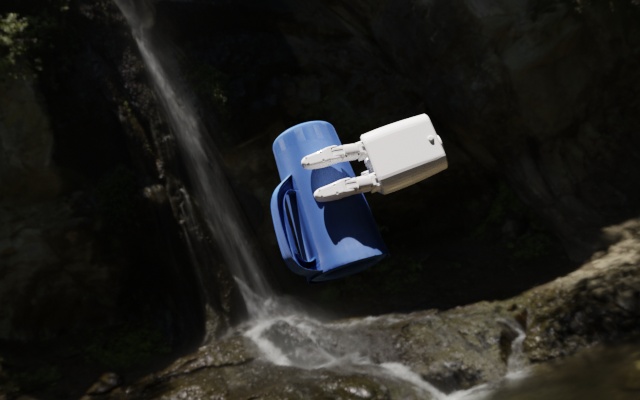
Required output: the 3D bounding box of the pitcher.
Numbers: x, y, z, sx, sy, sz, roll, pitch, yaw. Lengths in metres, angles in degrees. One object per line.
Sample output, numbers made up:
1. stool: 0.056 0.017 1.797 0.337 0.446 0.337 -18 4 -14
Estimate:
1. pitcher: 0.000 0.002 0.751 0.145 0.242 0.149 -21 -16 4
